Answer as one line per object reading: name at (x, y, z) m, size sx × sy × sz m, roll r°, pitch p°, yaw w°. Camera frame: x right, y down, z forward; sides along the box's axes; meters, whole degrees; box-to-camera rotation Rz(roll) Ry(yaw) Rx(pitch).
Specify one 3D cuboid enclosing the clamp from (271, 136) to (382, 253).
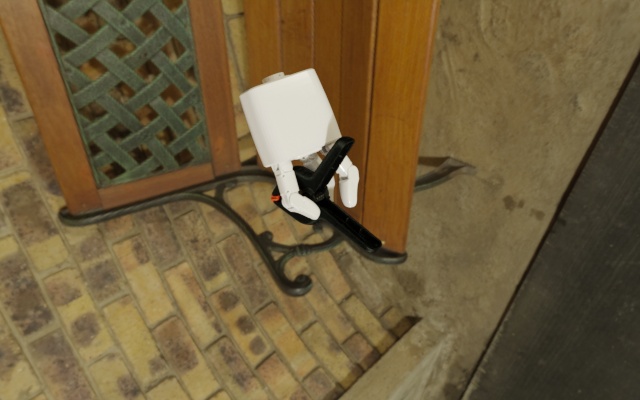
clamp at (-0.001, 0.002, 0.706) m, size 0.036 × 0.164 × 0.210 m, roll -26°, pitch 11°, yaw -37°
